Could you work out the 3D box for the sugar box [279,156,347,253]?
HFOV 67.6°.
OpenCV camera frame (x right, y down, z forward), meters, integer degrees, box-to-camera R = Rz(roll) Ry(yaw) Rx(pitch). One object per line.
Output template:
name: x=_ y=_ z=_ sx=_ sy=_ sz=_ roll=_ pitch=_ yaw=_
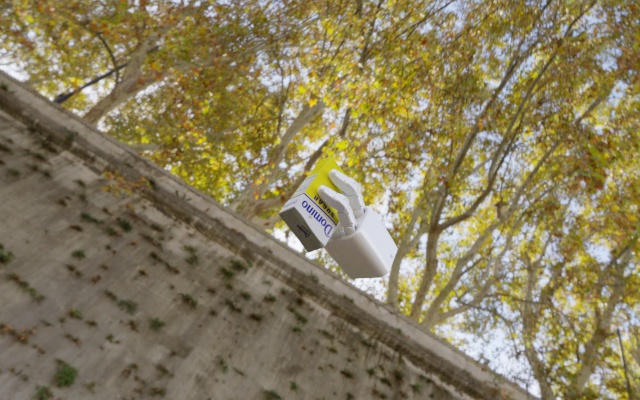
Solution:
sugar box: x=0.001 y=0.003 z=0.867 sx=0.048 sy=0.093 sz=0.176 roll=-23 pitch=22 yaw=34
